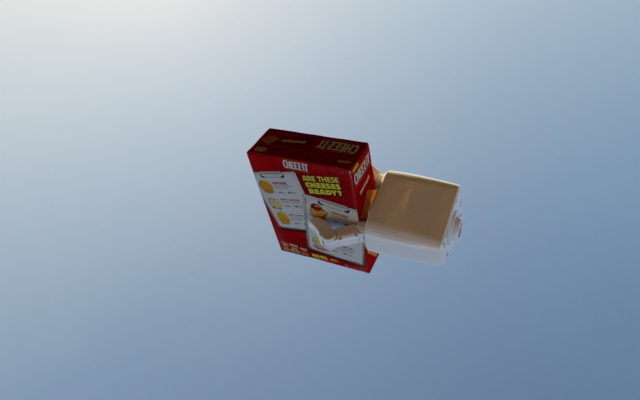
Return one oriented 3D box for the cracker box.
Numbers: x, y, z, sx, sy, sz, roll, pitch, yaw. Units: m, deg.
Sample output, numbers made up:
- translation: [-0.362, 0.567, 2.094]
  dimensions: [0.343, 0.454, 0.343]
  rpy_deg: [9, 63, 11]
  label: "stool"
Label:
- translation: [0.000, 0.003, 0.719]
  dimensions: [0.164, 0.214, 0.072]
  rpy_deg: [12, 48, 26]
  label: "cracker box"
